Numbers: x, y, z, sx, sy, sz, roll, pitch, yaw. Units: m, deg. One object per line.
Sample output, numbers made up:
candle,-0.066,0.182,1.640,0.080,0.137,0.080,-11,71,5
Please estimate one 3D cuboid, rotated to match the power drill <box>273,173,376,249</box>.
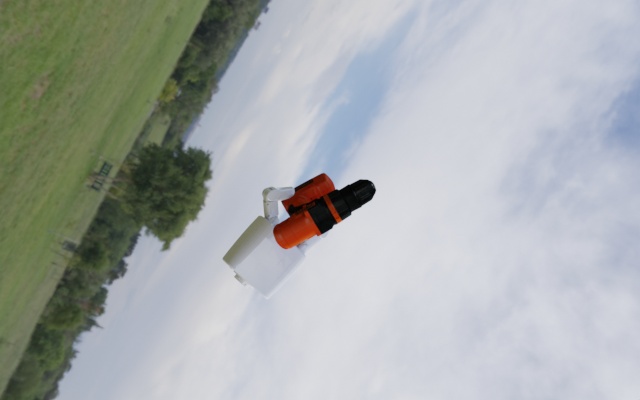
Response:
power drill,0.000,0.003,0.844,0.184,0.057,0.187,-28,14,2
